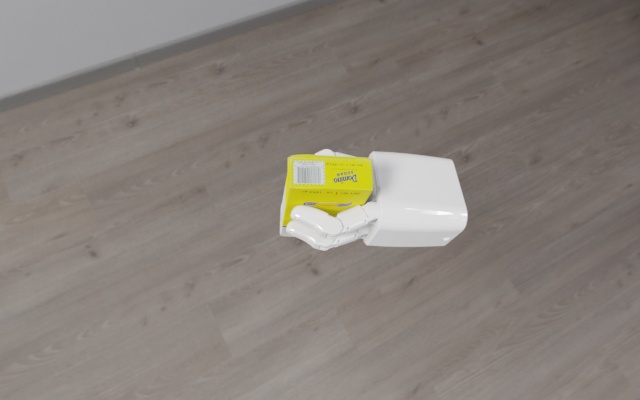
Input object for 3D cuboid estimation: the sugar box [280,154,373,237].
[{"bbox_3d":[0.000,0.002,0.589,0.093,0.048,0.176,2,-24,-6],"label":"sugar box"}]
